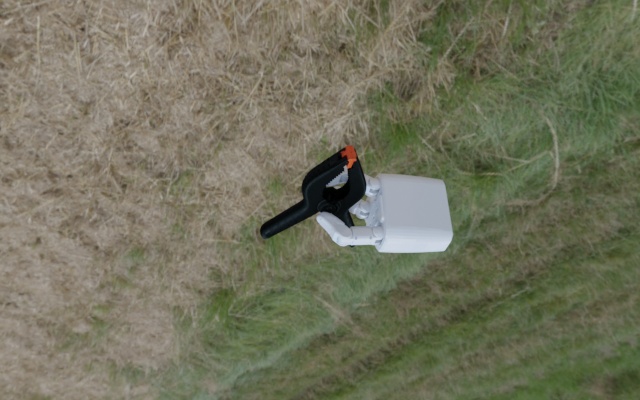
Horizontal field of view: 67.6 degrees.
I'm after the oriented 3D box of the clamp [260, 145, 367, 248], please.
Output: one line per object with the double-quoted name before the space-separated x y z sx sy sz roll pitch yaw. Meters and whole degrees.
"clamp" 0.001 0.003 0.707 0.164 0.036 0.210 2 -41 -13
